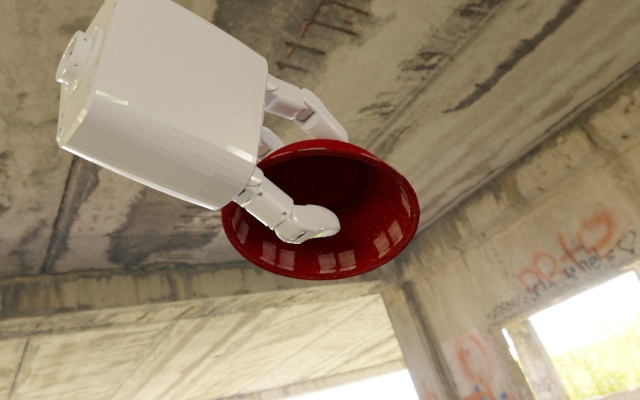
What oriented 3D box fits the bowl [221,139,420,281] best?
[{"bbox_3d":[0.001,0.002,0.409,0.162,0.055,0.162,0,-44,0],"label":"bowl"}]
